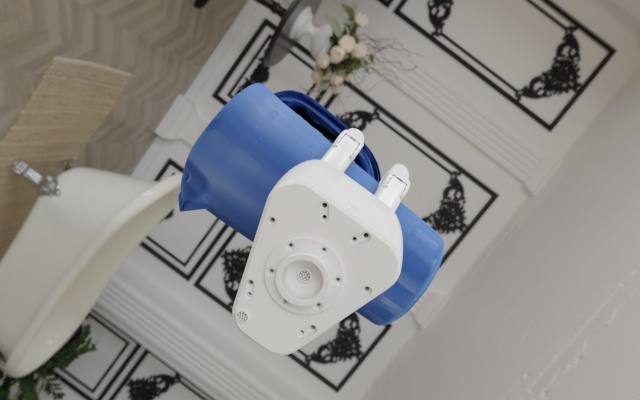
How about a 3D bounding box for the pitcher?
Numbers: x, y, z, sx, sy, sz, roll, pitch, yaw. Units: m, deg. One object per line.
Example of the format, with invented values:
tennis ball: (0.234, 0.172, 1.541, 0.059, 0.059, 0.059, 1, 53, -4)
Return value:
pitcher: (0.000, 0.002, 0.470, 0.243, 0.149, 0.145, 37, 10, 0)
